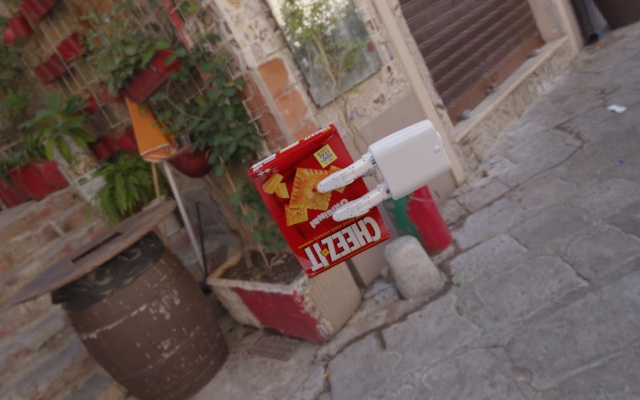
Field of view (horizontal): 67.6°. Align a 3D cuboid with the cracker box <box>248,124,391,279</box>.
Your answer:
[{"bbox_3d":[0.000,0.002,0.813,0.164,0.214,0.072,-27,15,4],"label":"cracker box"}]
